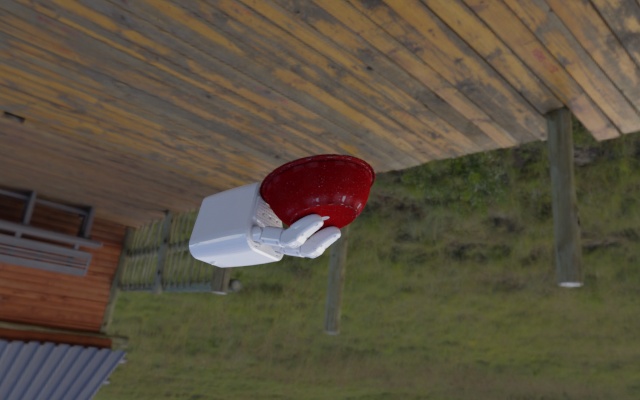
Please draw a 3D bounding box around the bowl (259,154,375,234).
[{"bbox_3d":[0.001,0.002,0.649,0.162,0.055,0.162,-8,-26,-4],"label":"bowl"}]
